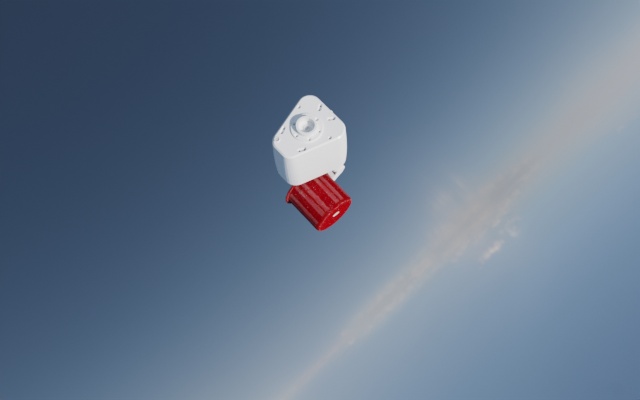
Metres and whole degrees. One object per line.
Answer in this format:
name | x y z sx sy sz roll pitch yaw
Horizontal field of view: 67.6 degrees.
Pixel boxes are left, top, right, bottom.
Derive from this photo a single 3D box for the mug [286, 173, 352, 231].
mug | 0.000 0.003 0.851 0.093 0.081 0.117 -41 -16 -11
